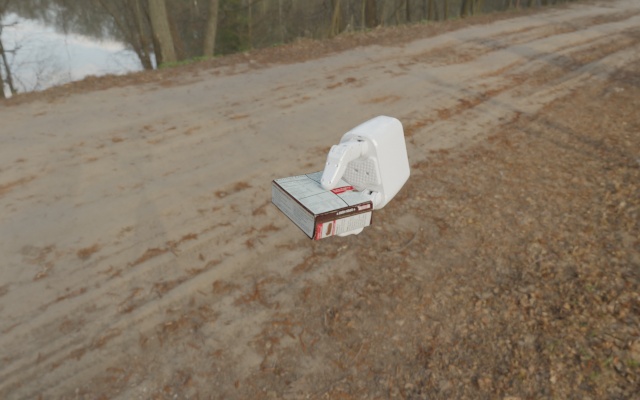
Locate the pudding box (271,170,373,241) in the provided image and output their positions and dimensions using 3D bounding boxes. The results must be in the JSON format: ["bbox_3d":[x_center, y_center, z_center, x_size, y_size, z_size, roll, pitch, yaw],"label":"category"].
[{"bbox_3d":[0.000,0.002,0.615,0.090,0.039,0.113,-14,30,-29],"label":"pudding box"}]
